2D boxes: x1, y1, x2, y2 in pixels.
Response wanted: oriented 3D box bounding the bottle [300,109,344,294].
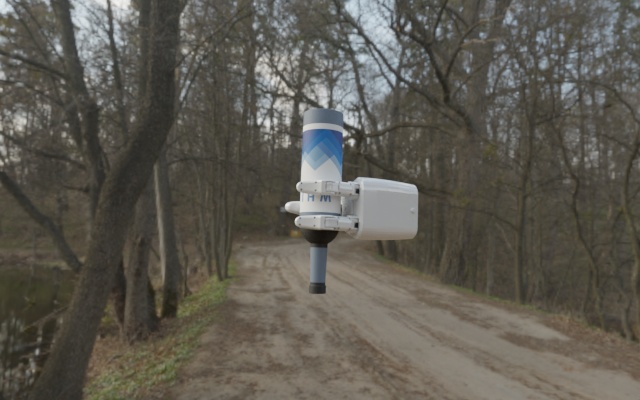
[{"bbox_3d":[0.000,0.002,0.781,0.069,0.295,0.069,2,-6,0],"label":"bottle"}]
